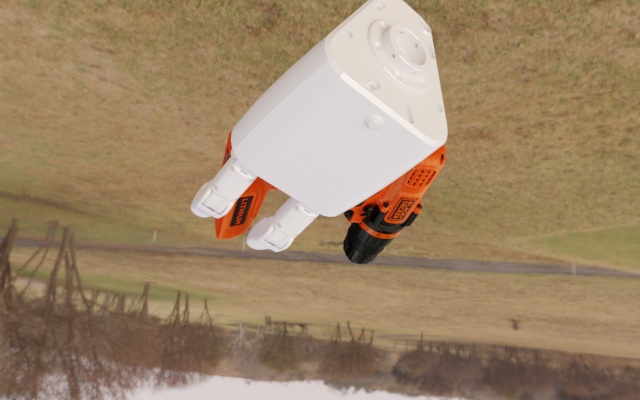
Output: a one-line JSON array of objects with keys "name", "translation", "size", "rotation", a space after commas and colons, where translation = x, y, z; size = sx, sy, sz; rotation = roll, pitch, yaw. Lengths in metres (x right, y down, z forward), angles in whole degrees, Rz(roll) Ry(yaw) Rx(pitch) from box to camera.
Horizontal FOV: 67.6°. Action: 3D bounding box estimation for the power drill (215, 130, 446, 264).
[{"name": "power drill", "translation": [0.000, 0.001, 0.445], "size": [0.187, 0.057, 0.185], "rotation": [2, -40, -19]}]
